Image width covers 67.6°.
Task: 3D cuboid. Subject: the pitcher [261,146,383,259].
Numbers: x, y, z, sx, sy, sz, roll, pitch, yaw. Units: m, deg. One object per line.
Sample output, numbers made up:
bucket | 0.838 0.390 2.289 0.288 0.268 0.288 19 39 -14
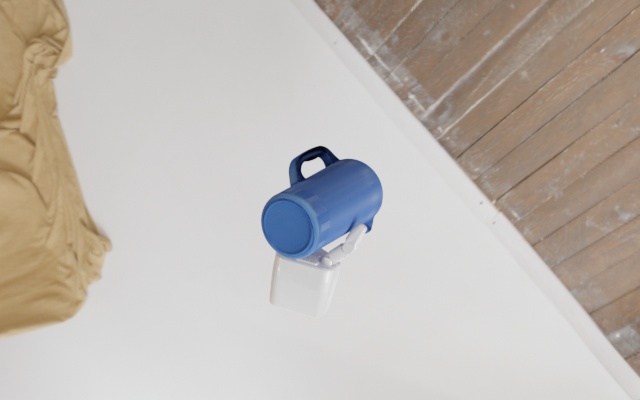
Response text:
pitcher | 0.000 0.003 0.831 0.149 0.145 0.242 22 24 22
